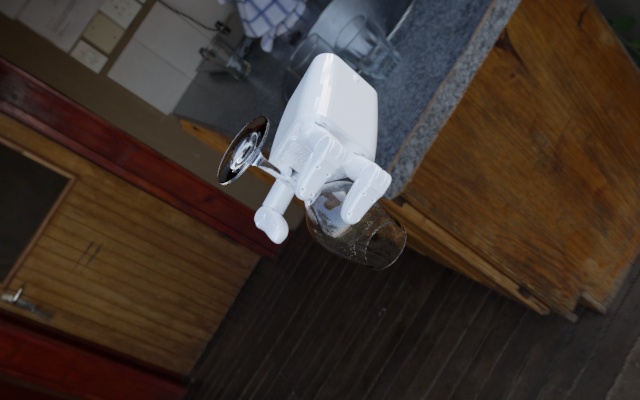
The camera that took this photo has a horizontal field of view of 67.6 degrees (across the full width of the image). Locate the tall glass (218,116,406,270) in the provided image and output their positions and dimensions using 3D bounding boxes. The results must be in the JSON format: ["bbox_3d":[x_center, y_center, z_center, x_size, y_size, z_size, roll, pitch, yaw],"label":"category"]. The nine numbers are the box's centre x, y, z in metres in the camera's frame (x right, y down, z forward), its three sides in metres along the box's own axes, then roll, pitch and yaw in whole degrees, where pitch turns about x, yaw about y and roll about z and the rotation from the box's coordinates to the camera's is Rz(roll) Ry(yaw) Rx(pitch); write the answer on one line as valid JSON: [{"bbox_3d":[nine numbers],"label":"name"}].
[{"bbox_3d":[0.000,0.001,0.485,0.201,0.079,0.079,34,-18,-29],"label":"tall glass"}]
